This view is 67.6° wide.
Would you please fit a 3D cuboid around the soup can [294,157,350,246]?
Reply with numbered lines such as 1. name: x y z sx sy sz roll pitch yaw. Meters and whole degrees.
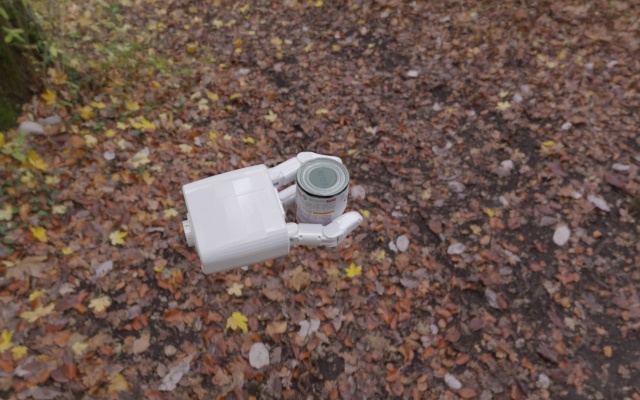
1. soup can: 0.001 0.002 0.616 0.068 0.068 0.102 0 -40 -4
